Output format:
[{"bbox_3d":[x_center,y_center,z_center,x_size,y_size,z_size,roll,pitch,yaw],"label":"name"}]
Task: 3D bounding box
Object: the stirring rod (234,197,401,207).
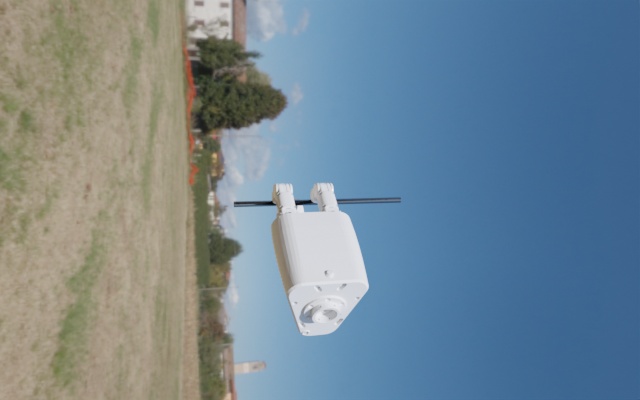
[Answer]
[{"bbox_3d":[0.000,0.002,0.671,0.239,0.011,0.011,-1,0,-14],"label":"stirring rod"}]
